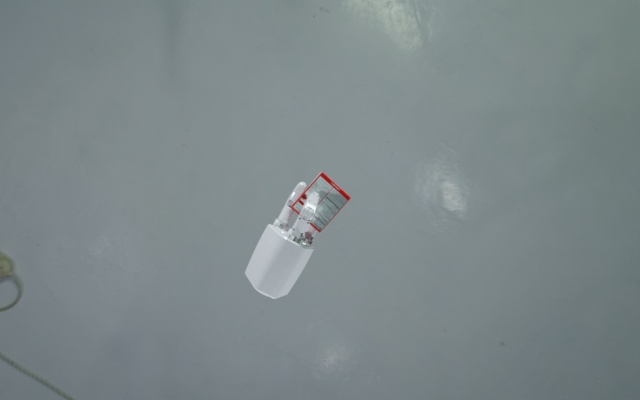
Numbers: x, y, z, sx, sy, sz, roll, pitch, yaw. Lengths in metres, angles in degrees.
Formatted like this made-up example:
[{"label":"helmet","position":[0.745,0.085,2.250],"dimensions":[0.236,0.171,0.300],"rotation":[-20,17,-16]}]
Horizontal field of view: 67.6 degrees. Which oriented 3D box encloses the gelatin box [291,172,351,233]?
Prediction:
[{"label":"gelatin box","position":[0.000,0.003,0.885],"dimensions":[0.073,0.089,0.030],"rotation":[41,2,-5]}]
